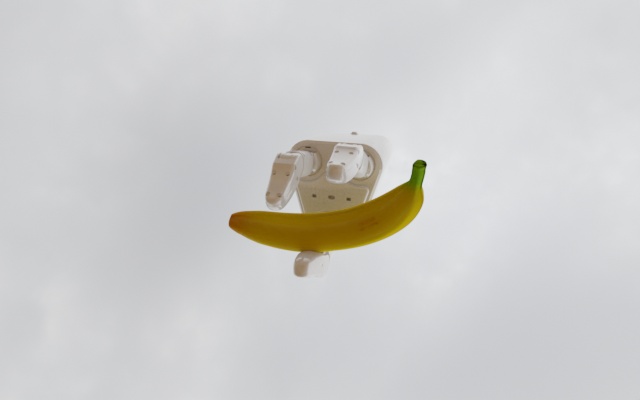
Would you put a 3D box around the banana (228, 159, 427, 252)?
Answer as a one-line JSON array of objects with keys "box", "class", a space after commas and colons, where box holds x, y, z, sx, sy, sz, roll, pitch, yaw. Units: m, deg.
[{"box": [0.011, 0.016, 0.430, 0.198, 0.070, 0.037, -17, 24, 25], "class": "banana"}]
